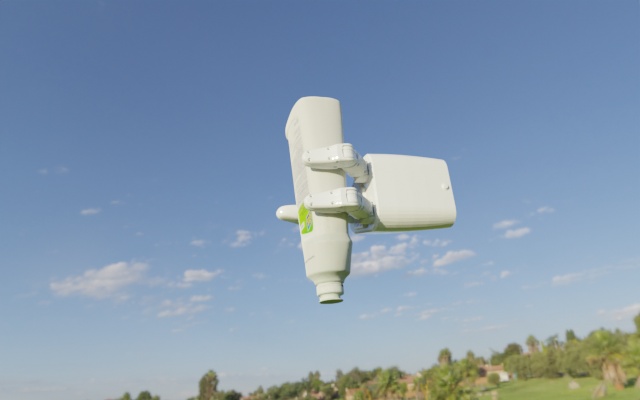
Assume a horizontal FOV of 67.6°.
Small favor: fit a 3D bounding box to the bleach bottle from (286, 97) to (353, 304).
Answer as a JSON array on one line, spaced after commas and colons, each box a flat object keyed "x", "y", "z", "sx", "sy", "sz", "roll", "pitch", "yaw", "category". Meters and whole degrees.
[{"x": 0.000, "y": 0.002, "z": 0.592, "sx": 0.068, "sy": 0.250, "sz": 0.103, "roll": 1, "pitch": -23, "yaw": -14, "category": "bleach bottle"}]
